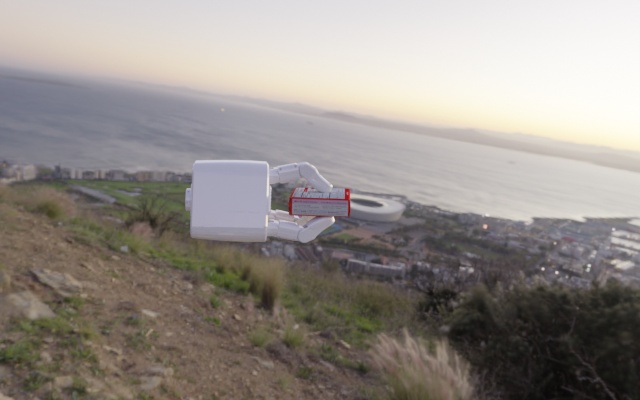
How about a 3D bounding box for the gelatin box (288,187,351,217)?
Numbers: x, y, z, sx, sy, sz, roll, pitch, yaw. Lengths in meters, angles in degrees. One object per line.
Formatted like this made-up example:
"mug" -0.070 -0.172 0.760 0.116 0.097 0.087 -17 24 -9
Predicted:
"gelatin box" 0.000 0.002 0.713 0.089 0.030 0.073 1 13 3
